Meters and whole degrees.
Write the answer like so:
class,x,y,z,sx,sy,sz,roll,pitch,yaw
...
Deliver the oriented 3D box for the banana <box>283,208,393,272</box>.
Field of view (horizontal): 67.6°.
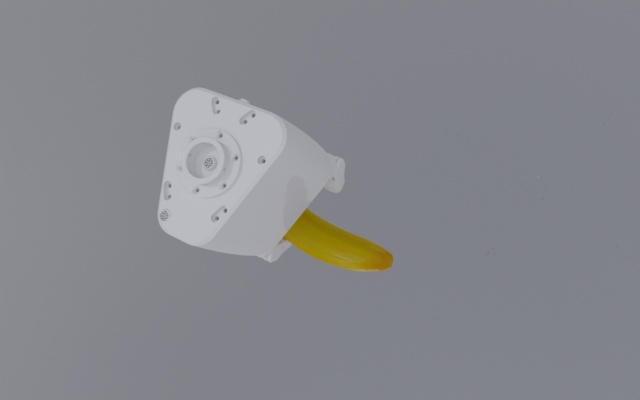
class,x,y,z,sx,sy,sz,roll,pitch,yaw
banana,-0.016,0.011,0.481,0.069,0.197,0.037,-41,-19,-7
